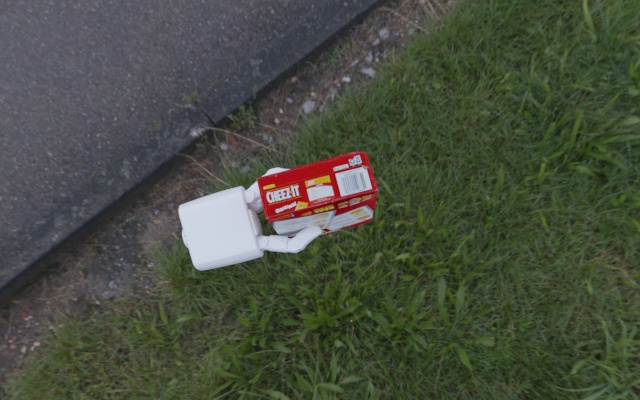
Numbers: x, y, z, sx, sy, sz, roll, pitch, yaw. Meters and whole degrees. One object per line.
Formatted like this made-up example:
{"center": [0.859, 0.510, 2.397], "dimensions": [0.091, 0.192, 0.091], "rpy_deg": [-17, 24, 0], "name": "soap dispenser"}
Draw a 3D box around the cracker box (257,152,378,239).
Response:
{"center": [0.000, 0.003, 0.769], "dimensions": [0.164, 0.072, 0.214], "rpy_deg": [-15, -15, 0], "name": "cracker box"}
